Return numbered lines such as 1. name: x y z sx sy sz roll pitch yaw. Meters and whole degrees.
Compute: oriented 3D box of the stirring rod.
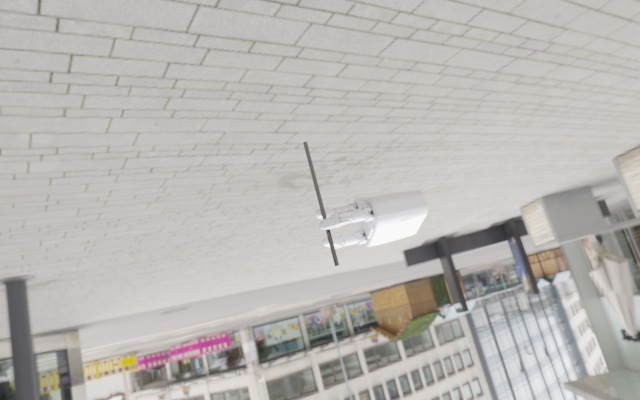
1. stirring rod: 0.000 0.003 0.877 0.011 0.239 0.011 -14 -14 -3
